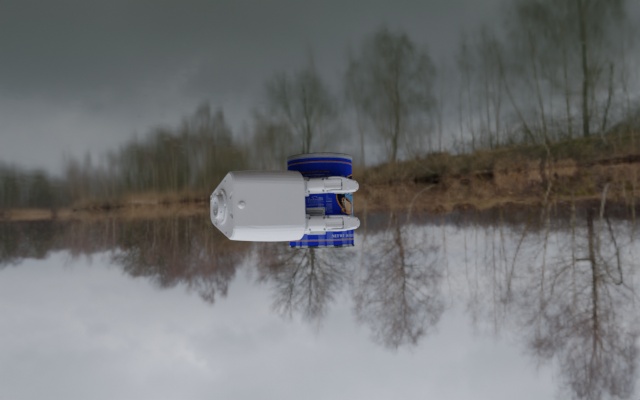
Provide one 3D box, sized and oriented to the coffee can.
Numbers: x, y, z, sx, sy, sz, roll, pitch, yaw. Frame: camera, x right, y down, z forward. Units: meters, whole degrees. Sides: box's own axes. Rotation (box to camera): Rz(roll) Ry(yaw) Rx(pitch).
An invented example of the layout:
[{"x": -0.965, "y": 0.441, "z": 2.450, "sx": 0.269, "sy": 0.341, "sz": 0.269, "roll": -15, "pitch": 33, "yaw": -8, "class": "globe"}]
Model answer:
[{"x": 0.000, "y": 0.002, "z": 0.743, "sx": 0.103, "sy": 0.140, "sz": 0.103, "roll": -2, "pitch": -3, "yaw": 0, "class": "coffee can"}]
